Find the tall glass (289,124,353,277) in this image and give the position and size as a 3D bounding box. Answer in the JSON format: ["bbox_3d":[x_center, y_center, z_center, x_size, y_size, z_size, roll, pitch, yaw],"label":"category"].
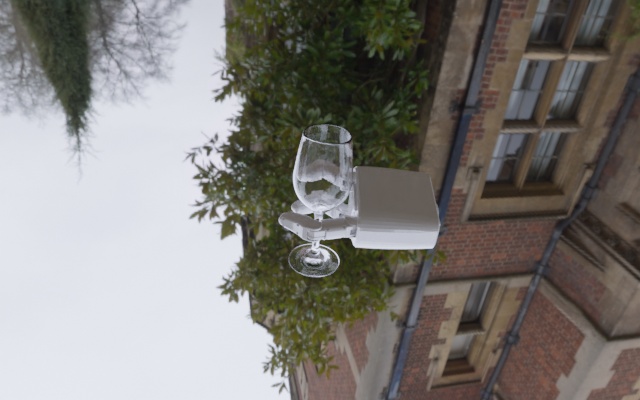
[{"bbox_3d":[0.000,0.003,0.639,0.079,0.201,0.079,4,32,-3],"label":"tall glass"}]
